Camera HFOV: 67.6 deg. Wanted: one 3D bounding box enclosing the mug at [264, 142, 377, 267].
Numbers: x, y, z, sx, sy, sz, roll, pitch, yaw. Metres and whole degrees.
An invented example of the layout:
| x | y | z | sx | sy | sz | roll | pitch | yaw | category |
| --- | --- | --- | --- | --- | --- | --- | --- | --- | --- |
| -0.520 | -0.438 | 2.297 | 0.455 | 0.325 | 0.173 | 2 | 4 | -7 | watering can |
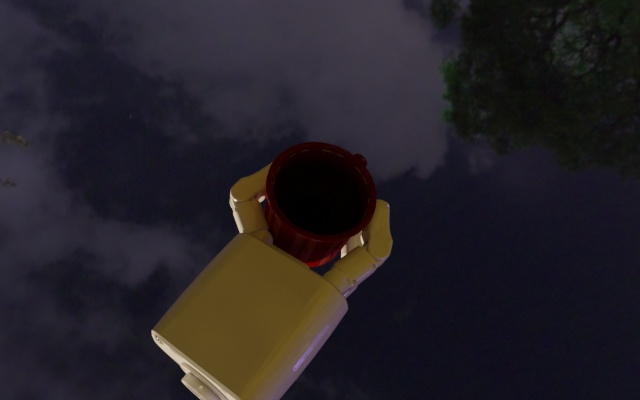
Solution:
| x | y | z | sx | sy | sz | roll | pitch | yaw | category |
| --- | --- | --- | --- | --- | --- | --- | --- | --- | --- |
| 0.001 | 0.001 | 0.429 | 0.093 | 0.117 | 0.081 | 39 | -30 | 8 | mug |
